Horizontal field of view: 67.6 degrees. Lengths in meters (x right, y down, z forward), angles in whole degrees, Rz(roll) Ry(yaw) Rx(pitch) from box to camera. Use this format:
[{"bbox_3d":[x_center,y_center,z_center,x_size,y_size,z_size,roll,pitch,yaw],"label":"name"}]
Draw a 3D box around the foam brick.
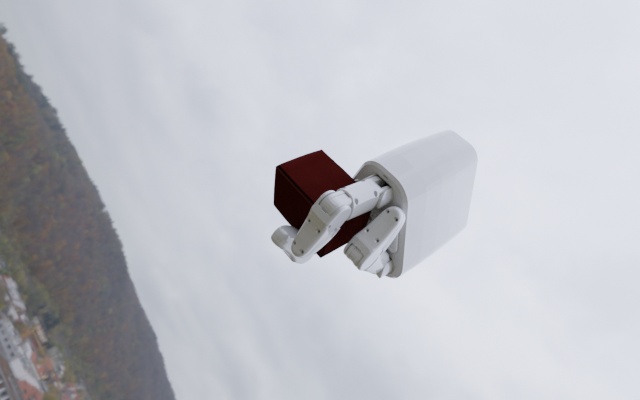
[{"bbox_3d":[0.000,0.001,0.434,0.051,0.053,0.078,-26,58,-30],"label":"foam brick"}]
